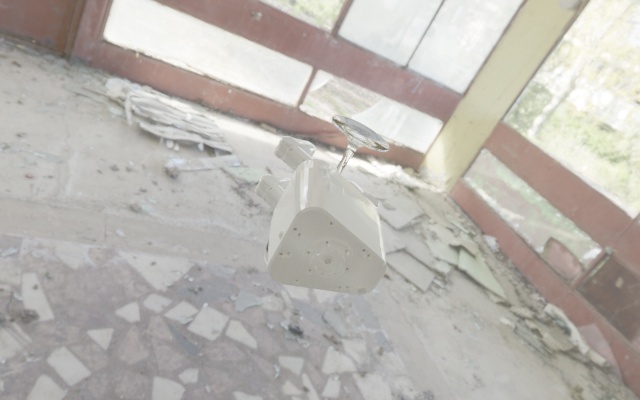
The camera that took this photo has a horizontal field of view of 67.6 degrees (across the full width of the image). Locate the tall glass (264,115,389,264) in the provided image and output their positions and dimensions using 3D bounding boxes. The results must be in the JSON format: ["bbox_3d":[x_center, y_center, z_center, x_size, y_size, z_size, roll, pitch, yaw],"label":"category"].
[{"bbox_3d":[0.000,0.001,0.578,0.079,0.201,0.079,25,25,-12],"label":"tall glass"}]
